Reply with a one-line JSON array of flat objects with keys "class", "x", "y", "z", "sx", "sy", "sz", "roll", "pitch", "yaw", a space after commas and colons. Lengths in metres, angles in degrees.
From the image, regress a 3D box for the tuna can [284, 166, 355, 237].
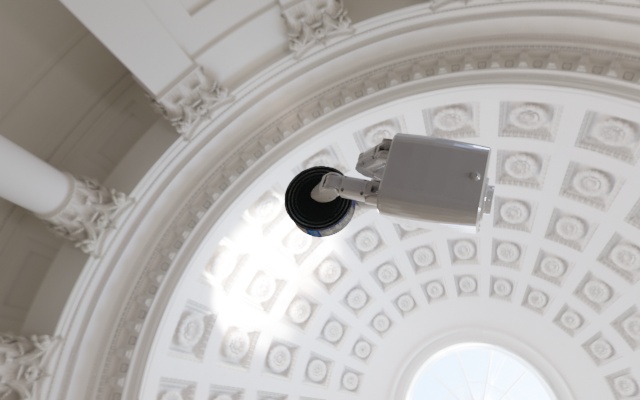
[{"class": "tuna can", "x": 0.000, "y": 0.002, "z": 0.597, "sx": 0.086, "sy": 0.086, "sz": 0.034, "roll": 0, "pitch": -23, "yaw": 13}]
